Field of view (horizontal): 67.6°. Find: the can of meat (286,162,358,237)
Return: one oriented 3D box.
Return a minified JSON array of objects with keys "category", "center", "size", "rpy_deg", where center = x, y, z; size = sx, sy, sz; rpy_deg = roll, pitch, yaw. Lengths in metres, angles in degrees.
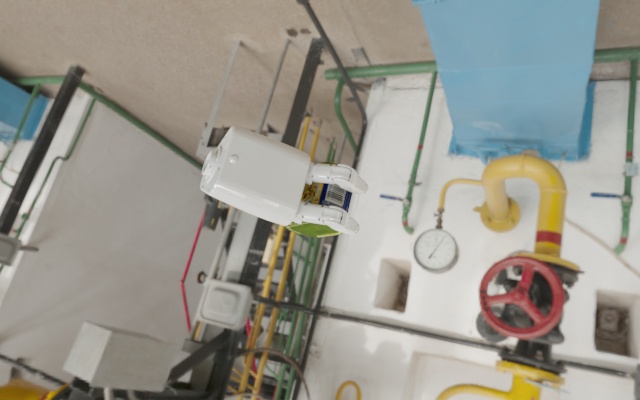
[{"category":"can of meat","center":[0.000,0.002,0.658],"size":[0.057,0.084,0.102],"rpy_deg":[22,-19,-25]}]
